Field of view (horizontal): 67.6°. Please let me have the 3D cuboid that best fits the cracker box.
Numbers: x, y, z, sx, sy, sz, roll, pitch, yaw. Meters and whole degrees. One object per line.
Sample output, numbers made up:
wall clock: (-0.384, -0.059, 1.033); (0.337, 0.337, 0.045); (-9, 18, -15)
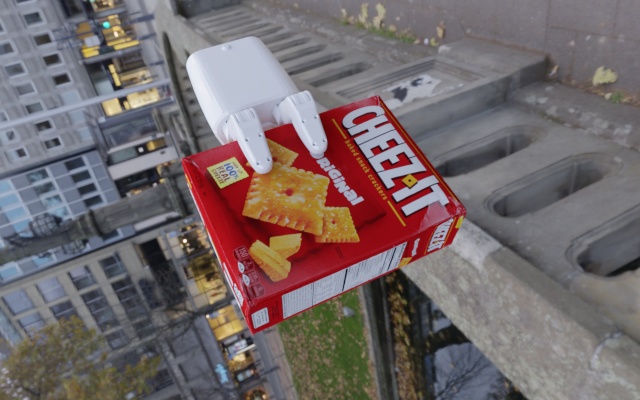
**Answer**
cracker box: (0.000, 0.002, 0.453); (0.213, 0.164, 0.072); (-21, -29, -16)
